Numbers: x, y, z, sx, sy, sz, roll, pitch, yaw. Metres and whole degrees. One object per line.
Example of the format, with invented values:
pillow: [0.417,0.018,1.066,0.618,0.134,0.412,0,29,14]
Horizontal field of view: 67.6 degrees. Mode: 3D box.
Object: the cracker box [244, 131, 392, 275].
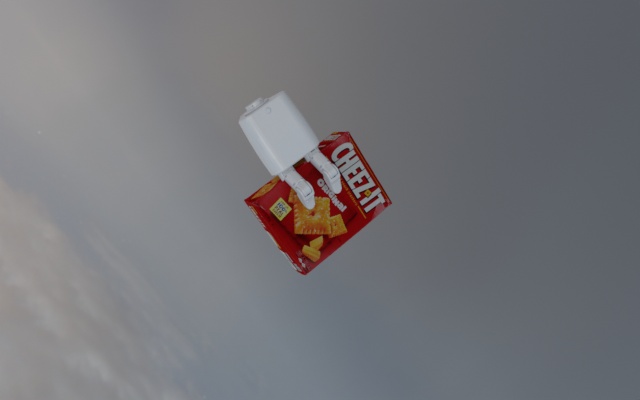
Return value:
cracker box: [0.000,0.003,0.851,0.213,0.164,0.072,-38,18,-14]
